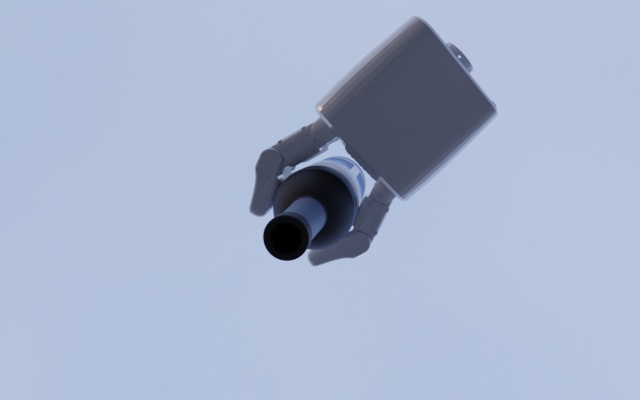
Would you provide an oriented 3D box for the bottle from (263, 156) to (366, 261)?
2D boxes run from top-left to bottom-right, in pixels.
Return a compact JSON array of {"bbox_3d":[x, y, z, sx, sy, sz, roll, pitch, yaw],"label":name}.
[{"bbox_3d":[0.000,0.001,0.418,0.069,0.069,0.295,0,8,8],"label":"bottle"}]
